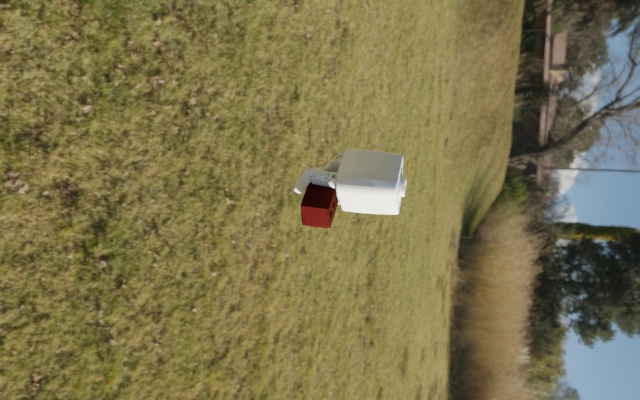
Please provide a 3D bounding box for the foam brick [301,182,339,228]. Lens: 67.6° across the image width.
[{"bbox_3d":[0.000,0.003,0.852,0.051,0.078,0.053,8,-42,12],"label":"foam brick"}]
